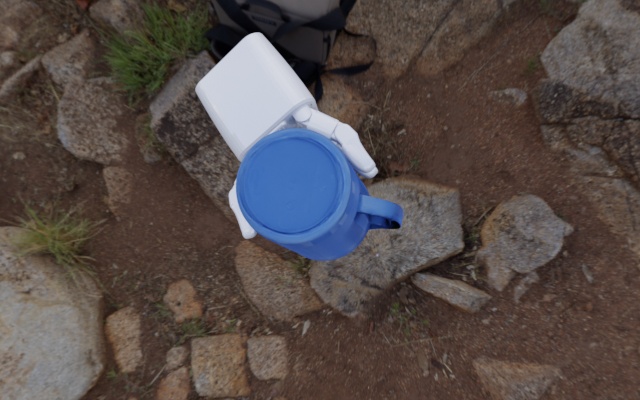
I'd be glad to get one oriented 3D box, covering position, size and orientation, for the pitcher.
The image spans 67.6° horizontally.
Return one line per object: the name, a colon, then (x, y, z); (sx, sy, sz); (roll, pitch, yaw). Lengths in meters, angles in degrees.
pitcher: (0.000, 0.002, 0.541); (0.149, 0.145, 0.243); (-35, -10, 2)
